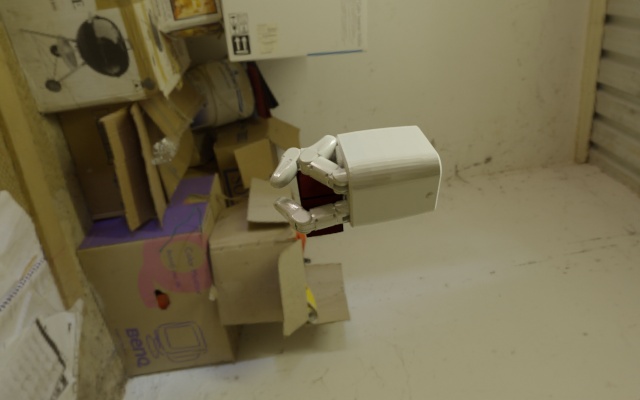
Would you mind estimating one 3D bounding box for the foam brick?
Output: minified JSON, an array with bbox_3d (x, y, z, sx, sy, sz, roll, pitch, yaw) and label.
[{"bbox_3d":[0.000,0.002,0.611,0.051,0.053,0.078,-9,-41,-2],"label":"foam brick"}]
